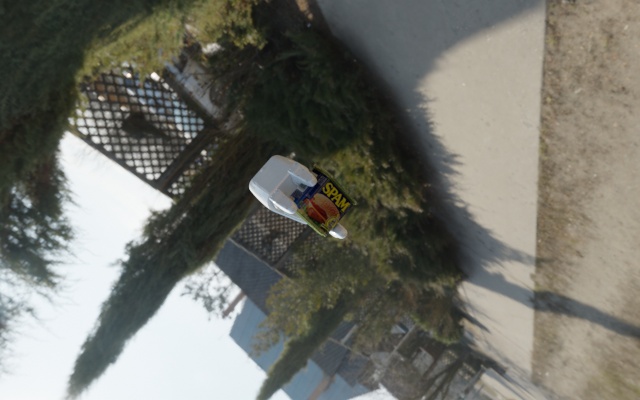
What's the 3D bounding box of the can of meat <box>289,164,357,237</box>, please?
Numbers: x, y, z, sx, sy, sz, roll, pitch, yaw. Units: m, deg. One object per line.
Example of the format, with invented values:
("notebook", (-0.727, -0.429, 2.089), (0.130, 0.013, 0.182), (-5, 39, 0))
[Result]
("can of meat", (0.000, 0.003, 0.826), (0.102, 0.084, 0.057), (45, -7, -38))
